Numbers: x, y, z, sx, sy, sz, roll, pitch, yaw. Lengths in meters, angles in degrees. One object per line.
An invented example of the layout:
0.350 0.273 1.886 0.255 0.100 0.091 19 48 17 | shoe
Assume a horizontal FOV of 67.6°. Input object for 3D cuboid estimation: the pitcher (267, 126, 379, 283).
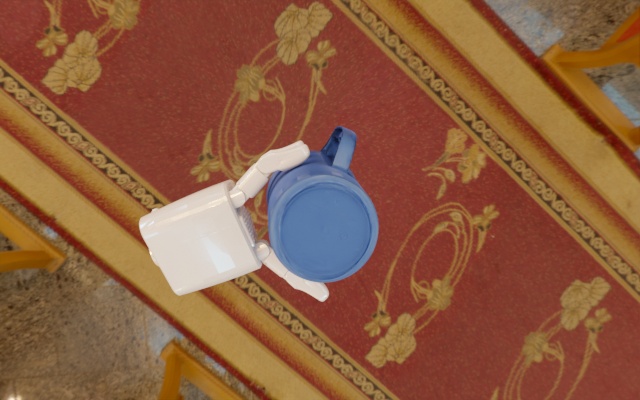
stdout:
0.000 0.002 0.571 0.145 0.149 0.243 -21 9 -1 | pitcher
